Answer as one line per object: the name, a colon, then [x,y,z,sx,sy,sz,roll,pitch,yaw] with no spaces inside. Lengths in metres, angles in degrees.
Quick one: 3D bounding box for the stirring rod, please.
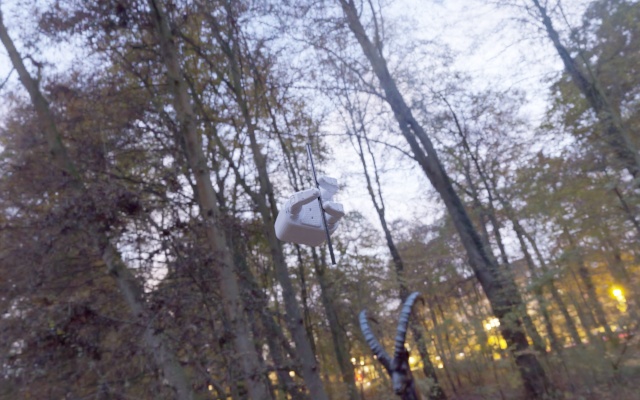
stirring rod: [0.000,0.003,0.881,0.011,0.239,0.011,-11,-22,-4]
